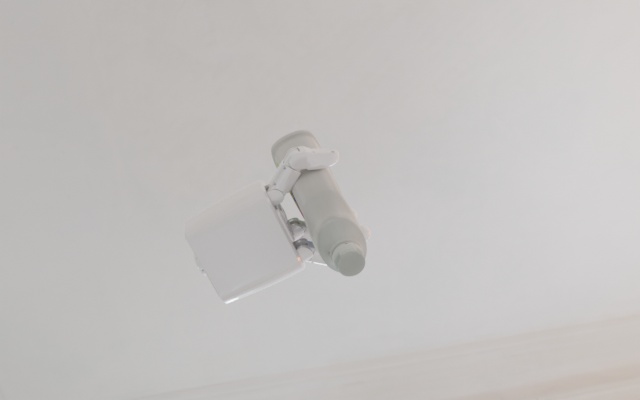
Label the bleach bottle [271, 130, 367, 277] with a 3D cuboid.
[{"bbox_3d":[0.000,0.002,0.567,0.068,0.103,0.250,-25,28,-1],"label":"bleach bottle"}]
